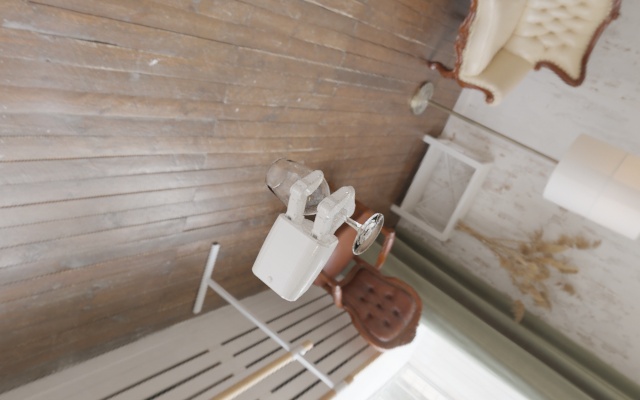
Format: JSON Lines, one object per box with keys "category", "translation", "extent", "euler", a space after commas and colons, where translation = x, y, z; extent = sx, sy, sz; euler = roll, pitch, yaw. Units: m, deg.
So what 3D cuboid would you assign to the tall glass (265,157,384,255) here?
{"category": "tall glass", "translation": [0.001, 0.003, 0.774], "extent": [0.201, 0.079, 0.079], "euler": [34, 17, 27]}
